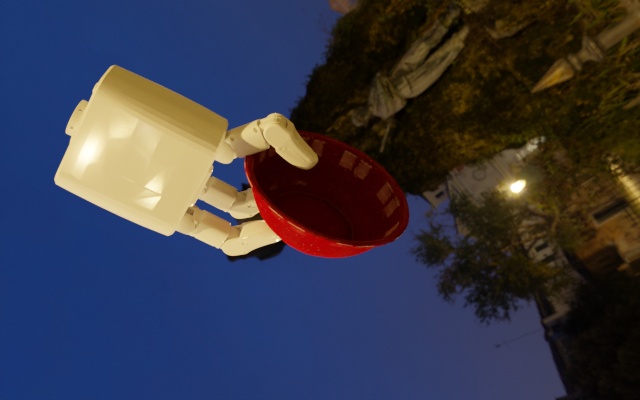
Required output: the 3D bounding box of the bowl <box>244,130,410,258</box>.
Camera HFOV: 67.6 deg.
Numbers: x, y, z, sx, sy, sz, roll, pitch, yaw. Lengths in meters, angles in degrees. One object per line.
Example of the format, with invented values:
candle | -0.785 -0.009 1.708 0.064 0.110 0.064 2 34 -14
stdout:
bowl | 0.001 0.002 0.453 0.162 0.055 0.162 16 36 -12
